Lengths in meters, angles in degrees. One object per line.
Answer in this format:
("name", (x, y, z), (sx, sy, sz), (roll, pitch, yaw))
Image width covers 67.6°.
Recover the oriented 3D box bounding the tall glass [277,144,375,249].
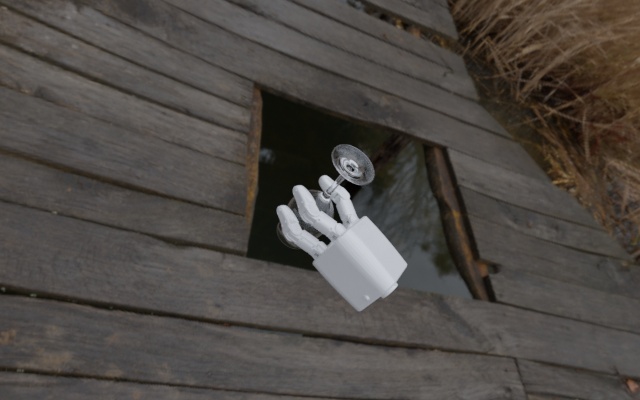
("tall glass", (0.000, 0.002, 0.764), (0.079, 0.079, 0.201), (0, -34, -36))
